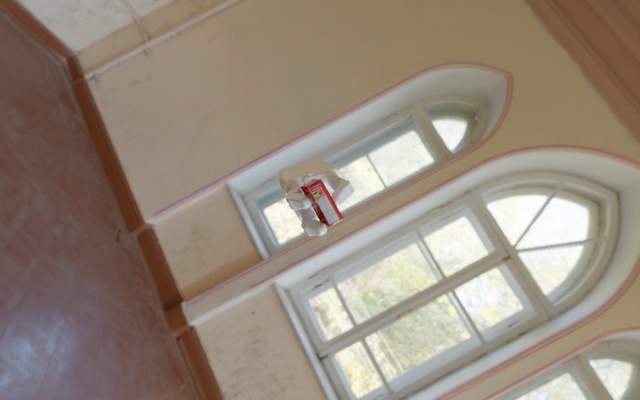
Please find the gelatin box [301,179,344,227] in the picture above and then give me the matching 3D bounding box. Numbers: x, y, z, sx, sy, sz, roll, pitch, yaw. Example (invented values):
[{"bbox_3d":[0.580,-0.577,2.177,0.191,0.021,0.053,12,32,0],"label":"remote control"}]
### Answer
[{"bbox_3d":[0.001,0.002,0.789,0.030,0.073,0.089,-30,7,-7],"label":"gelatin box"}]
